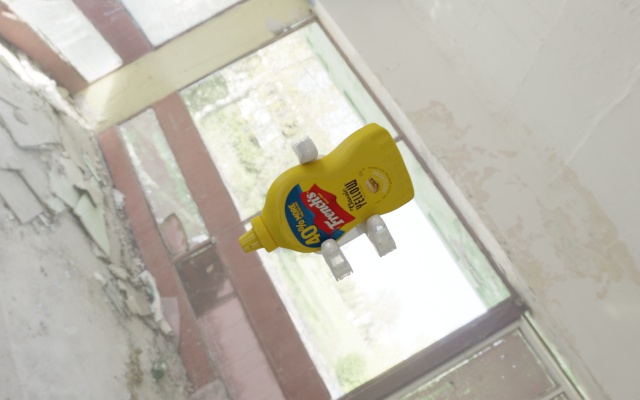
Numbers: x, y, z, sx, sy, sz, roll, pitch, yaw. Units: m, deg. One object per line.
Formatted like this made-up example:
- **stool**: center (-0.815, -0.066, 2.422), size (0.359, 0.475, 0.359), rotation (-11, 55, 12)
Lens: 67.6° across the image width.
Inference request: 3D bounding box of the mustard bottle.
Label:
- **mustard bottle**: center (0.000, 0.002, 0.512), size (0.191, 0.096, 0.058), rotation (-29, 27, -3)
